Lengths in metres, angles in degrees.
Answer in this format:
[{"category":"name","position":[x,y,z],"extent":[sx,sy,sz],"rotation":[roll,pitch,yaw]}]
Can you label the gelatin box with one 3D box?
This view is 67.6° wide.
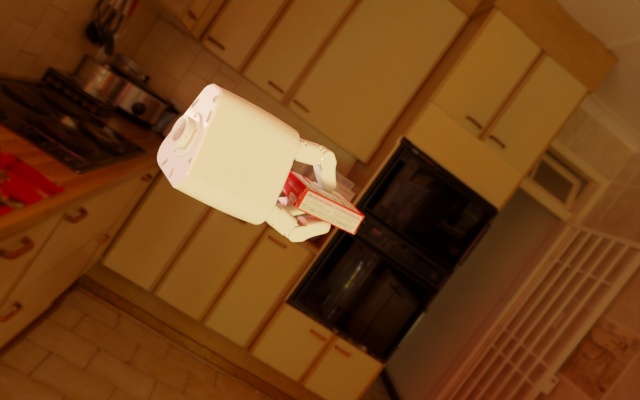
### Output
[{"category":"gelatin box","position":[0.001,0.002,0.585],"extent":[0.089,0.030,0.073],"rotation":[24,10,-27]}]
